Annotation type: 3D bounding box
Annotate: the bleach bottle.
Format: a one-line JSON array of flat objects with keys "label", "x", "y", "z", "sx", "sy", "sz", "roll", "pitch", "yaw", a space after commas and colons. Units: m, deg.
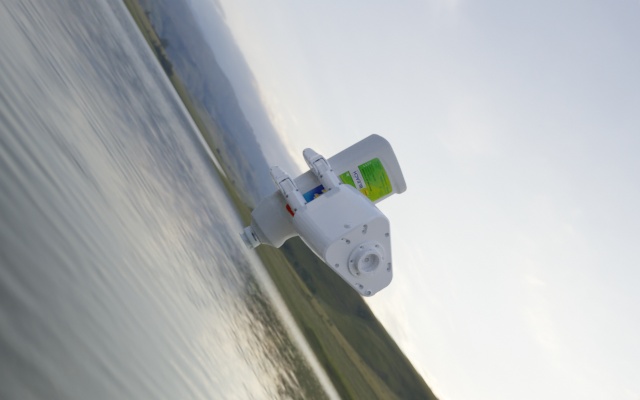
[{"label": "bleach bottle", "x": 0.000, "y": 0.002, "z": 0.707, "sx": 0.251, "sy": 0.103, "sz": 0.068, "roll": -31, "pitch": 29, "yaw": -9}]
